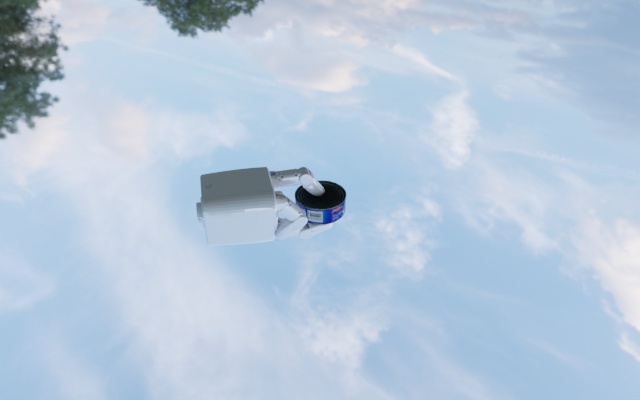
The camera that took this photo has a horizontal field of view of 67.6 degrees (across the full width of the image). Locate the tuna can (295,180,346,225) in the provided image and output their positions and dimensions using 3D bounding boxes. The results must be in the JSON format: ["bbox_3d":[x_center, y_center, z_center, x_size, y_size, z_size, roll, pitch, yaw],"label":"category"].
[{"bbox_3d":[0.000,0.003,0.798,0.086,0.034,0.086,0,35,0],"label":"tuna can"}]
